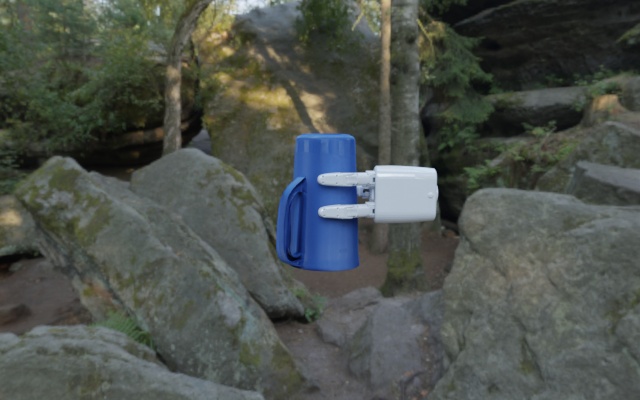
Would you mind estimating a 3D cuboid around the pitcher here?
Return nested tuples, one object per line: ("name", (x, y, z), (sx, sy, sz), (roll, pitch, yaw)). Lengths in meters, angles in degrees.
("pitcher", (0.000, 0.003, 0.863), (0.145, 0.243, 0.149), (1, 5, 2))
